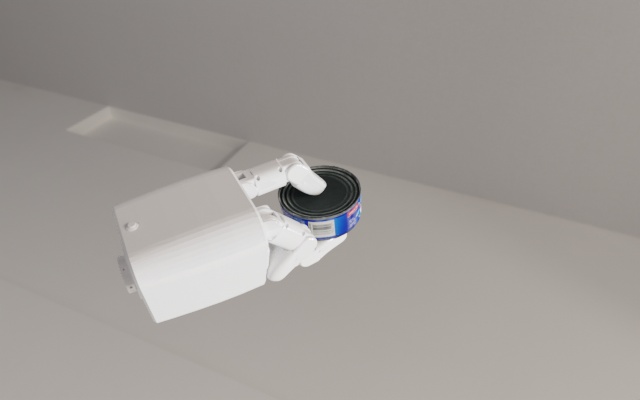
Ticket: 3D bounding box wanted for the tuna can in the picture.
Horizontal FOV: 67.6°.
[{"bbox_3d":[0.000,0.002,0.499,0.086,0.034,0.086,-3,40,3],"label":"tuna can"}]
